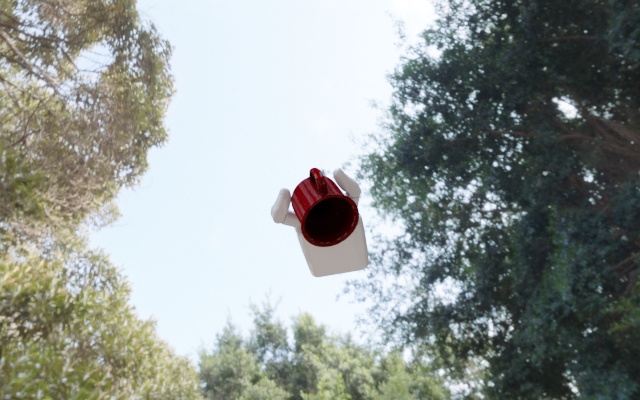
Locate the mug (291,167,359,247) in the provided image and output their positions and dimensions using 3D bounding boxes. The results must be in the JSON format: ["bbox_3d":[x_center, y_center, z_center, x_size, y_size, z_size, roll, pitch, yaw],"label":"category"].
[{"bbox_3d":[0.000,0.001,0.738,0.093,0.117,0.081,-20,35,-10],"label":"mug"}]
